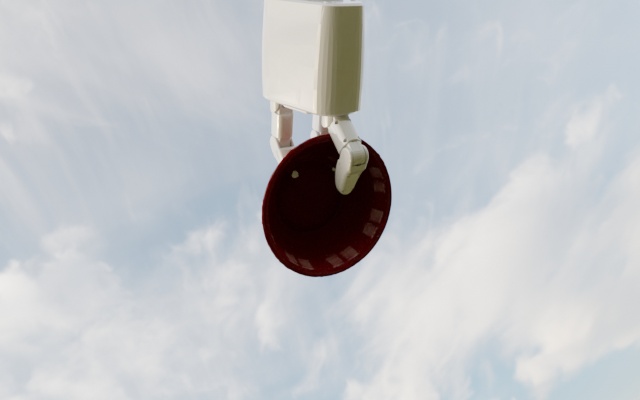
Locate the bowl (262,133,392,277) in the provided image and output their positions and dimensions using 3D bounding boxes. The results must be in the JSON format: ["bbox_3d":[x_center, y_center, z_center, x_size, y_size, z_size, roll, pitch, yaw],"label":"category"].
[{"bbox_3d":[0.000,0.003,0.540,0.162,0.162,0.055,0,13,-29],"label":"bowl"}]
